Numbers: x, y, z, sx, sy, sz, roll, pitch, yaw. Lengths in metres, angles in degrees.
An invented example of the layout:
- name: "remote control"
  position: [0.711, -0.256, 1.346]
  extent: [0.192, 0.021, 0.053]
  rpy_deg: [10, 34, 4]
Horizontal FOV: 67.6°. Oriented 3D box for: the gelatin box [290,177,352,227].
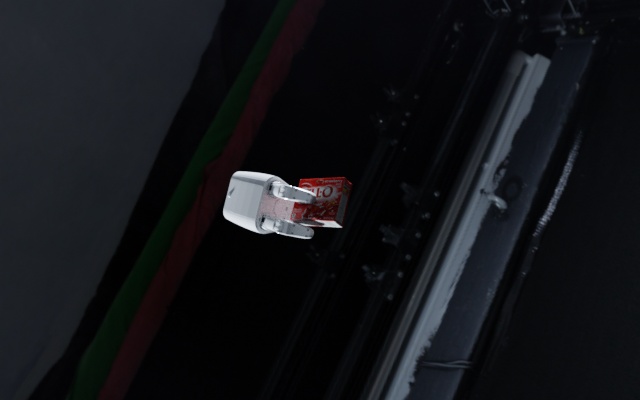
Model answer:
- name: "gelatin box"
  position: [0.001, 0.003, 0.753]
  extent: [0.089, 0.073, 0.030]
  rpy_deg: [0, -23, 35]
